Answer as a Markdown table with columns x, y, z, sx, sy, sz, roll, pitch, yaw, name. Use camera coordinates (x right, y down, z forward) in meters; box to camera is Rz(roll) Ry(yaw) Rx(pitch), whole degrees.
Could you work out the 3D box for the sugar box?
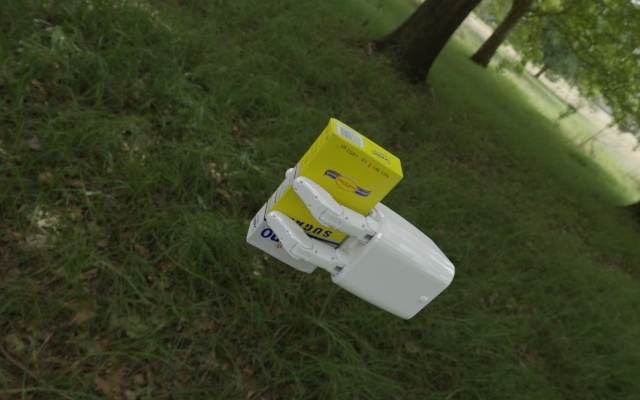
| x | y | z | sx | sy | sz | roll | pitch | yaw | name |
| --- | --- | --- | --- | --- | --- | --- | --- | --- | --- |
| 0.000 | 0.002 | 0.540 | 0.093 | 0.176 | 0.048 | 30 | 28 | -17 | sugar box |
